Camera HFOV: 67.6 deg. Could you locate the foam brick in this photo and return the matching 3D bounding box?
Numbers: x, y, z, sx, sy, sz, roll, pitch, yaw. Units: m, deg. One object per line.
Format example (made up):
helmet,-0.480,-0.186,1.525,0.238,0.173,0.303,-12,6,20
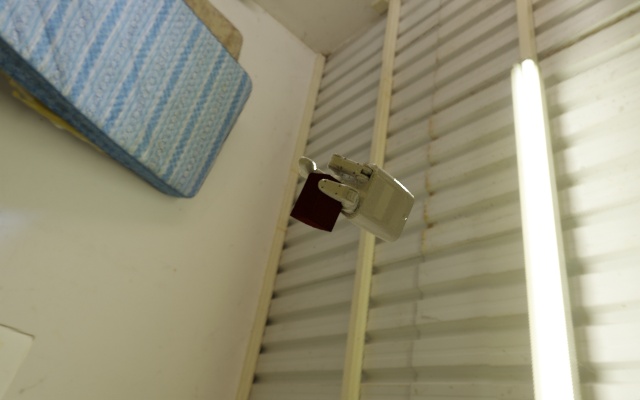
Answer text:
foam brick,0.000,0.003,0.739,0.051,0.078,0.053,33,-13,-35
